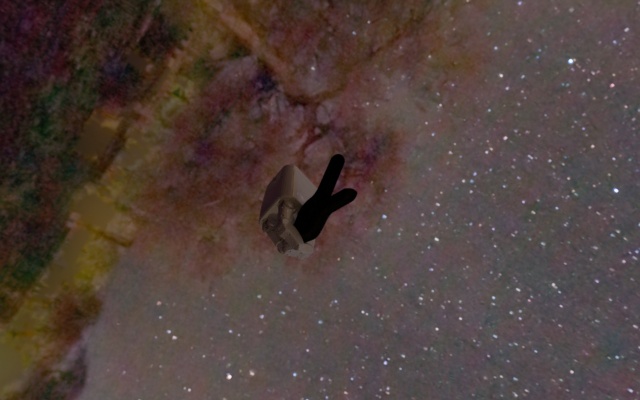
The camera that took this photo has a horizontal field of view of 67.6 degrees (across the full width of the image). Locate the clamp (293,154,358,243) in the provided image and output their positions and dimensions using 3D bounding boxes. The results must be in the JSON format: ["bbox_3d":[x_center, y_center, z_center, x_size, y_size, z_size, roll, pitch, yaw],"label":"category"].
[{"bbox_3d":[0.001,0.003,0.815,0.039,0.120,0.171,30,-56,-22],"label":"clamp"}]
